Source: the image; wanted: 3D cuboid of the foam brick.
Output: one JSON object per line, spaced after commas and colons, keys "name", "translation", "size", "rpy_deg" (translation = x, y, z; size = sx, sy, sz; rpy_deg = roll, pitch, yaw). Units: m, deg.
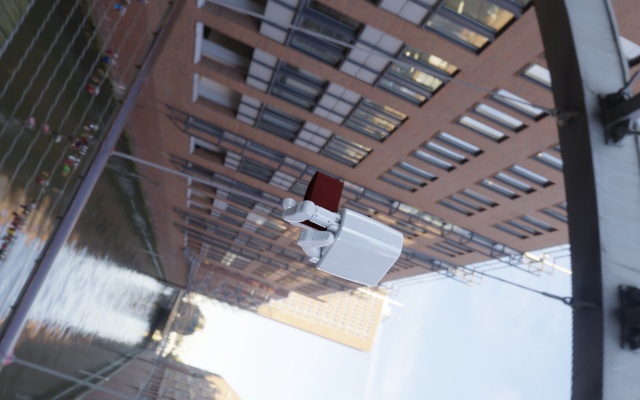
{"name": "foam brick", "translation": [0.000, 0.002, 0.790], "size": [0.051, 0.078, 0.053], "rpy_deg": [21, -32, -9]}
